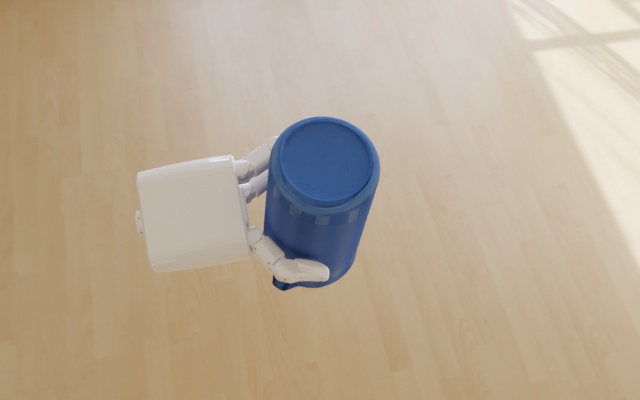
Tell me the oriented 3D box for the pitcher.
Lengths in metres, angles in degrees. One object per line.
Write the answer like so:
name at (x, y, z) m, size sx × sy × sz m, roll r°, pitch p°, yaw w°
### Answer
pitcher at (0.000, 0.002, 0.562) m, size 0.145 × 0.149 × 0.243 m, roll -10°, pitch -23°, yaw -10°
